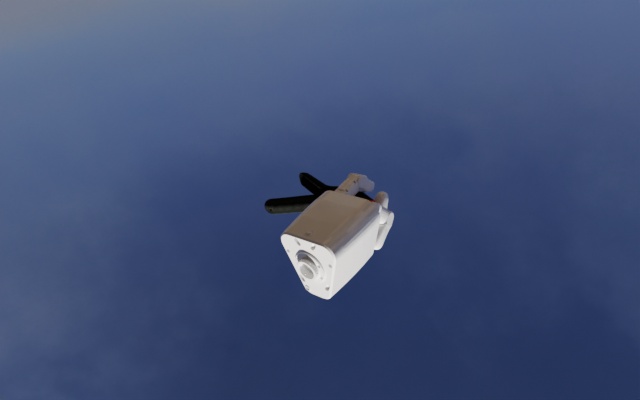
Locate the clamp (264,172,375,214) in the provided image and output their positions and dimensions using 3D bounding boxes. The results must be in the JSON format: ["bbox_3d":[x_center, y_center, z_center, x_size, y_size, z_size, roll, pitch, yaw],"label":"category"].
[{"bbox_3d":[0.000,0.003,0.753,0.171,0.039,0.120,15,41,36],"label":"clamp"}]
